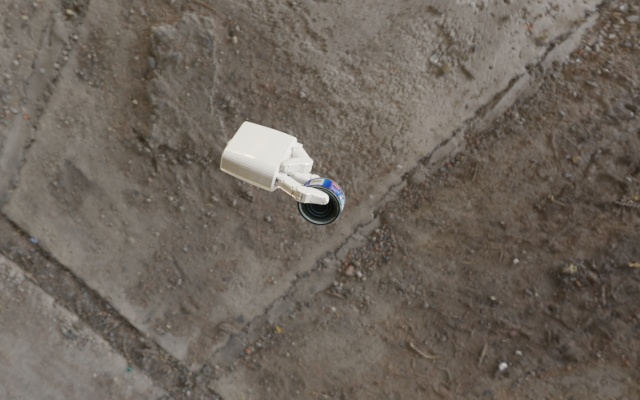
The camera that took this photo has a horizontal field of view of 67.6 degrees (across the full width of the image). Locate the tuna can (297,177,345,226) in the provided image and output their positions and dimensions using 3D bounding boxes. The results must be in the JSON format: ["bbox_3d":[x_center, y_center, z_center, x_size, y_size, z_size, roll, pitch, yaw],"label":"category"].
[{"bbox_3d":[0.000,0.003,0.875,0.086,0.086,0.033,0,29,15],"label":"tuna can"}]
